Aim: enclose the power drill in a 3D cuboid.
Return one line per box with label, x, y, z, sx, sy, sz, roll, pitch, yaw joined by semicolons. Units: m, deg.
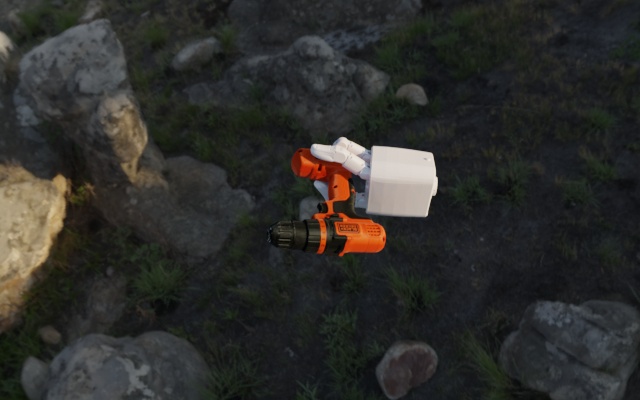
power drill;0.000;0.002;0.763;0.184;0.187;0.057;5;-39;-19
